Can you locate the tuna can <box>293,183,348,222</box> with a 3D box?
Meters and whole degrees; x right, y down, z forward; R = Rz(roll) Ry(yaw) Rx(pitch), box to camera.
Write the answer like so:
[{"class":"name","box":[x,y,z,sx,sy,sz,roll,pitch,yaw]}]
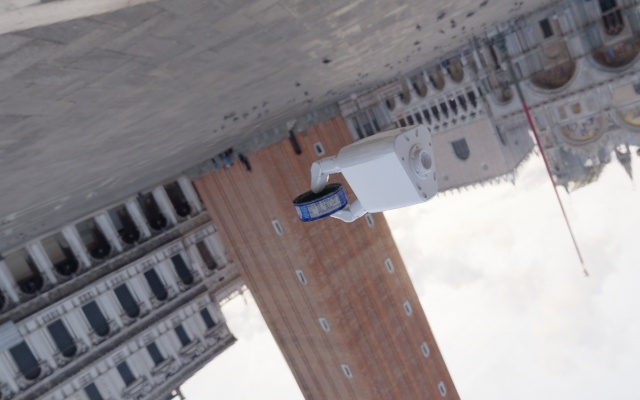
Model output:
[{"class":"tuna can","box":[0.000,0.003,0.777,0.086,0.034,0.086,-19,13,5]}]
